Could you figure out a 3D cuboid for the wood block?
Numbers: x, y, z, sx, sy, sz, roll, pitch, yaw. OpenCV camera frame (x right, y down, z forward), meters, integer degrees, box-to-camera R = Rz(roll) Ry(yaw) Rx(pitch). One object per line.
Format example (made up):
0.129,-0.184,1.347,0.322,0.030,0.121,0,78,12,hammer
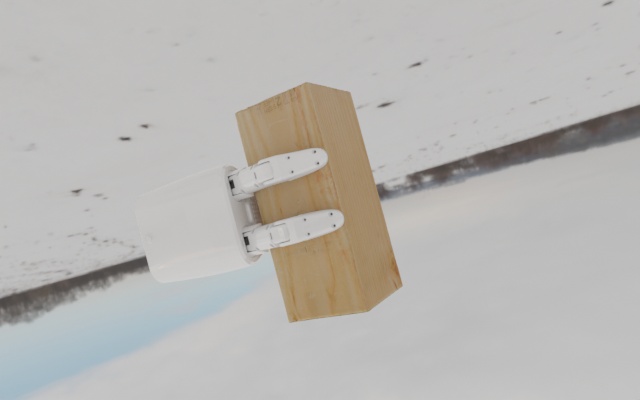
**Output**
0.000,0.002,0.471,0.090,0.206,0.091,-16,-2,29,wood block
